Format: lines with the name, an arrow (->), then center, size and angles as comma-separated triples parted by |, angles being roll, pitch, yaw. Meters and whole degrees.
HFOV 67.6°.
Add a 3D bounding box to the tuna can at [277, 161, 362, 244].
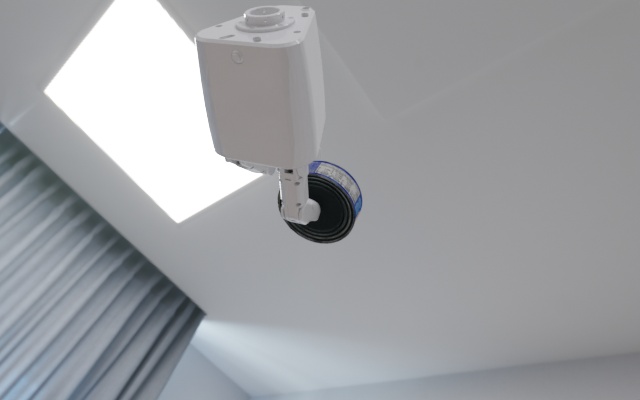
tuna can -> 0.000, 0.001, 0.506 | 0.086, 0.086, 0.033 | 0, 32, 24
